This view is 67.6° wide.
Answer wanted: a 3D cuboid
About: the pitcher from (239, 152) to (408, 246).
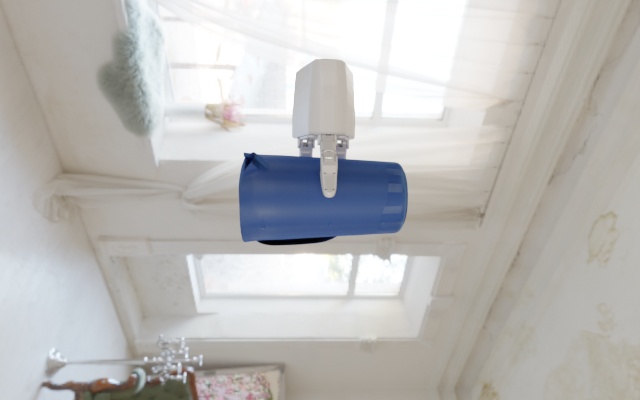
[{"bbox_3d":[0.000,0.002,0.722,0.243,0.145,0.149,0,1,-3],"label":"pitcher"}]
